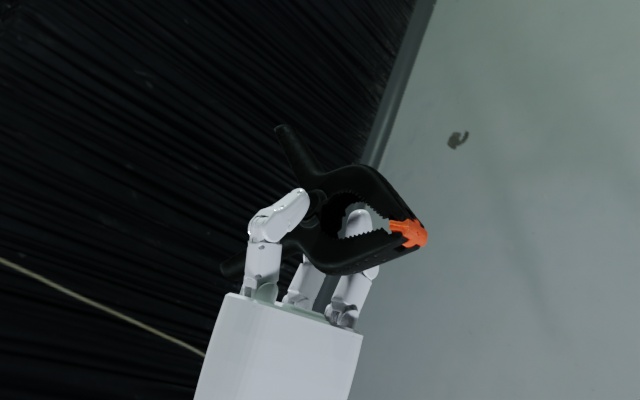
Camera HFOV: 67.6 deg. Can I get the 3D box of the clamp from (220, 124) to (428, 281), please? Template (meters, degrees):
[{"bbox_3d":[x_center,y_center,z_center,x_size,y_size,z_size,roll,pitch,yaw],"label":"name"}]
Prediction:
[{"bbox_3d":[0.000,0.001,0.416,0.210,0.164,0.036,1,-19,44],"label":"clamp"}]
